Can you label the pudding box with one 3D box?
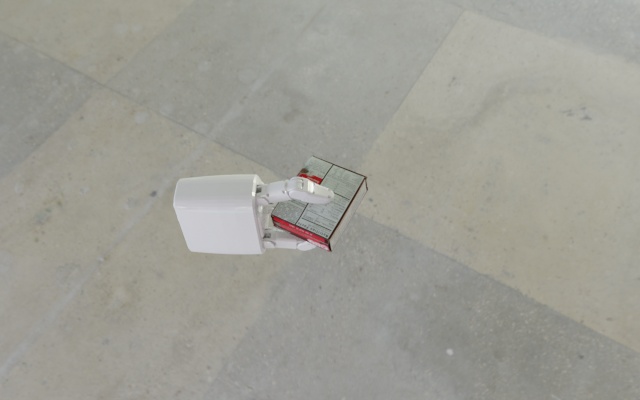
[{"bbox_3d":[0.000,0.002,0.642,0.090,0.113,0.039,24,-25,18],"label":"pudding box"}]
